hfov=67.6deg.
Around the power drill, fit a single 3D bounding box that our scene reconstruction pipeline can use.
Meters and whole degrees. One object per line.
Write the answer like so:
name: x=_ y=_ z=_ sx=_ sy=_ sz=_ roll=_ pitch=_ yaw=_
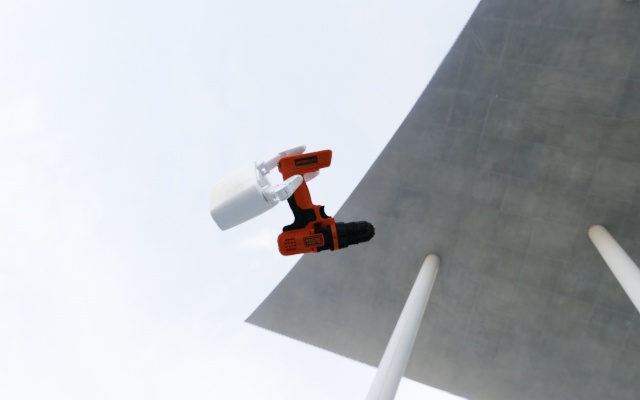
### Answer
power drill: x=0.000 y=0.002 z=0.886 sx=0.184 sy=0.187 sz=0.057 roll=-9 pitch=0 yaw=-5
